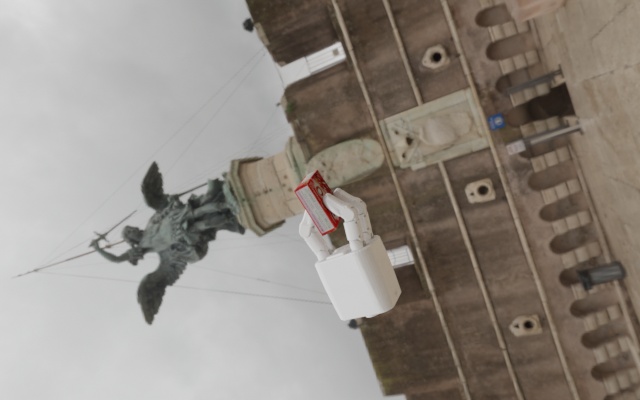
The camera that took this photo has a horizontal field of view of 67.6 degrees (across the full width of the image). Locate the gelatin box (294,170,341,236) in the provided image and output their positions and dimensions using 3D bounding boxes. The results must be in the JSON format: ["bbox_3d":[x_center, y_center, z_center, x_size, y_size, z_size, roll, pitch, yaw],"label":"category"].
[{"bbox_3d":[0.000,0.002,0.775,0.030,0.089,0.073,-28,12,22],"label":"gelatin box"}]
